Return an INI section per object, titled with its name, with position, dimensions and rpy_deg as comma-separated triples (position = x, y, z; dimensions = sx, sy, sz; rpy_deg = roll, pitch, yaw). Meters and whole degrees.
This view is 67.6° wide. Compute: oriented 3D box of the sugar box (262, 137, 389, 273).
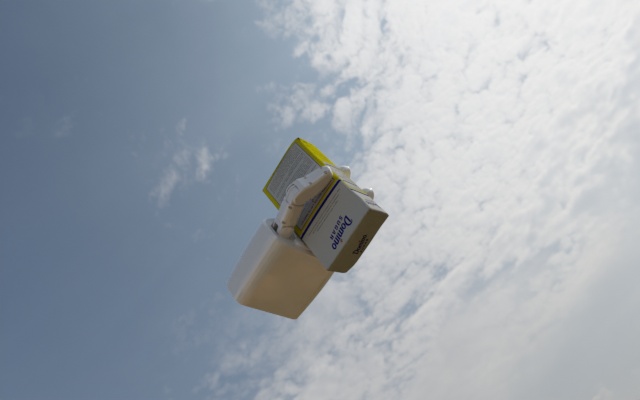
[sugar box]
position = 0.000, 0.002, 0.610
dimensions = 0.048, 0.093, 0.176
rpy_deg = 17, 23, -47
